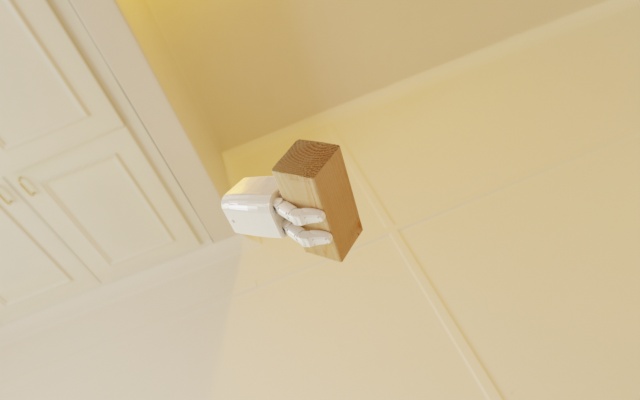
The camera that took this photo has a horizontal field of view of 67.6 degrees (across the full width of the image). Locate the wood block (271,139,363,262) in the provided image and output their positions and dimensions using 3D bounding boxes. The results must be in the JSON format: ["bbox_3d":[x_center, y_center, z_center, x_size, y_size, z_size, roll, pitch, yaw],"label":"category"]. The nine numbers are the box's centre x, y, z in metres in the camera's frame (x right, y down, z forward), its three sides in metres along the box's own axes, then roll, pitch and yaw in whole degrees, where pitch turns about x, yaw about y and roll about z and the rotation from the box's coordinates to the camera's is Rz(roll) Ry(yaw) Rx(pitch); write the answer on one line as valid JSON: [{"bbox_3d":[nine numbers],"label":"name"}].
[{"bbox_3d":[0.000,0.003,0.858,0.090,0.206,0.090,12,50,31],"label":"wood block"}]
